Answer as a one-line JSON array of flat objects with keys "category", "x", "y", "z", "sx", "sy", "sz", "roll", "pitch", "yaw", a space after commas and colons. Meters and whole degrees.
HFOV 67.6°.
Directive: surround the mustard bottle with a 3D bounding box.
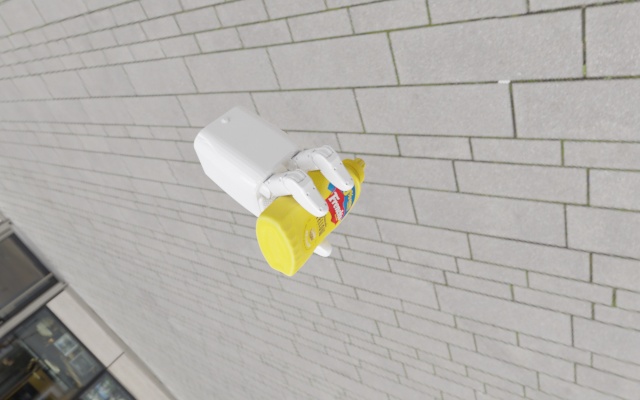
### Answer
[{"category": "mustard bottle", "x": 0.000, "y": 0.002, "z": 0.615, "sx": 0.058, "sy": 0.096, "sz": 0.191, "roll": 20, "pitch": 47, "yaw": 31}]
